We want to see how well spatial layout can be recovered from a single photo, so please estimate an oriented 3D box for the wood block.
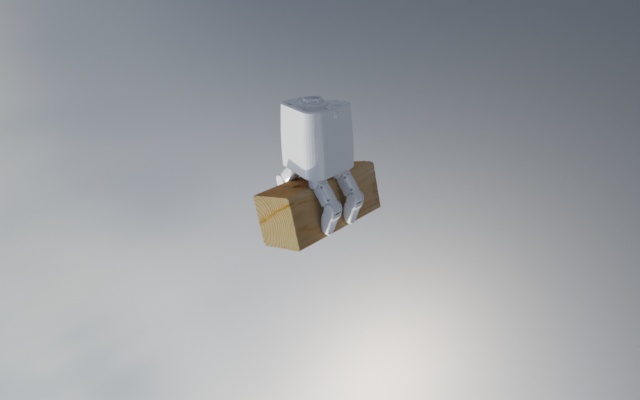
[{"bbox_3d":[0.000,0.002,0.816,0.091,0.090,0.206,5,22,45],"label":"wood block"}]
